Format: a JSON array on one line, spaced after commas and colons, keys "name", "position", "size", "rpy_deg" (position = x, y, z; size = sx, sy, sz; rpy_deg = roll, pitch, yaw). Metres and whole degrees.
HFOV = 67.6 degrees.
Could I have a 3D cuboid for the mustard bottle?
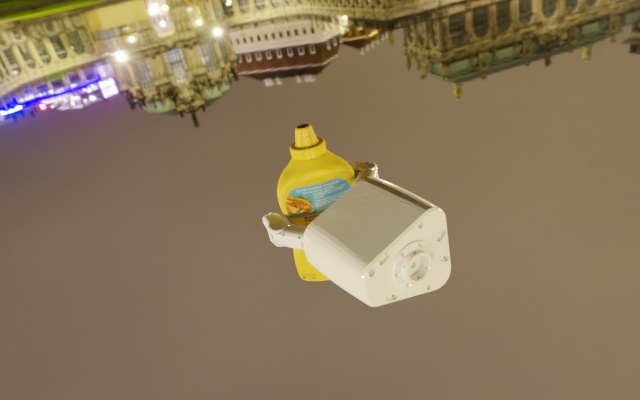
[{"name": "mustard bottle", "position": [0.000, 0.002, 0.572], "size": [0.096, 0.192, 0.058], "rpy_deg": [-13, 26, 0]}]
